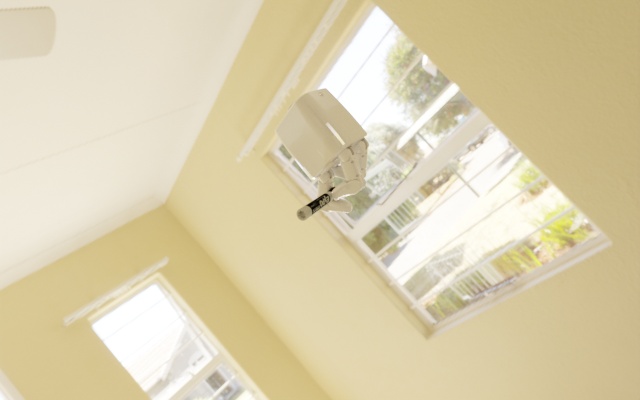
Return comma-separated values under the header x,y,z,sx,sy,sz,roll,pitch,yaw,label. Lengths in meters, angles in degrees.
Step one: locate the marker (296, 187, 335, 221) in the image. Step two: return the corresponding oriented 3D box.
x,y,z,sx,sy,sz,roll,pitch,yaw,label
0.000,0.002,0.743,0.020,0.020,0.121,0,18,29,marker
